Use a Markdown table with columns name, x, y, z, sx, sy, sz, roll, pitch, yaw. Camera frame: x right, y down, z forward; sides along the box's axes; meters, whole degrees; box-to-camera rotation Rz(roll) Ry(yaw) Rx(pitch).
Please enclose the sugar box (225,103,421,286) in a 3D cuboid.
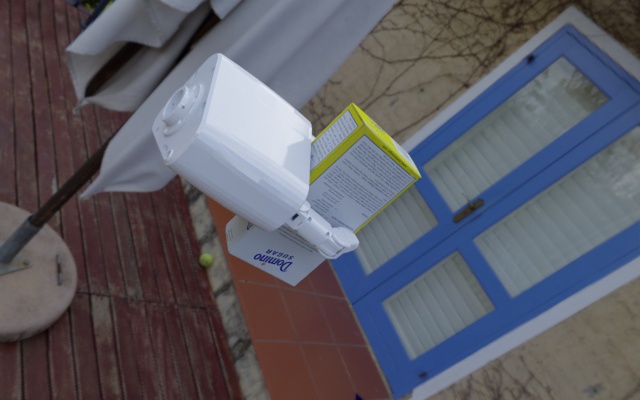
| name | x | y | z | sx | sy | sz | roll | pitch | yaw |
| --- | --- | --- | --- | --- | --- | --- | --- | --- | --- |
| sugar box | 0.000 | 0.001 | 0.458 | 0.176 | 0.048 | 0.093 | -40 | -52 | 19 |
